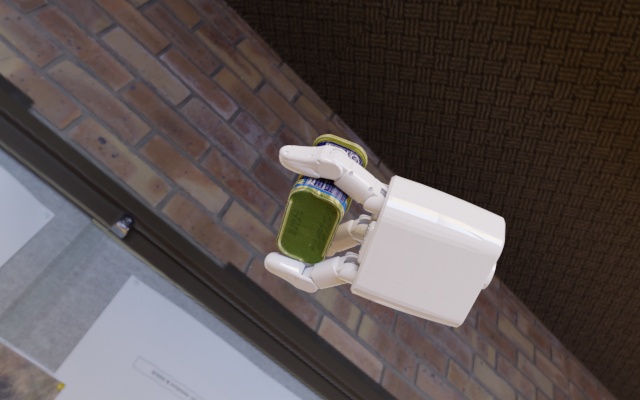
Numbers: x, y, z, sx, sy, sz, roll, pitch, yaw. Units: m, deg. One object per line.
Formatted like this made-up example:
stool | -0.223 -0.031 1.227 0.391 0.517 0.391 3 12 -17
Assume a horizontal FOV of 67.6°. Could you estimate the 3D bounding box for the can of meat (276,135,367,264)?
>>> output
can of meat | 0.000 0.002 0.469 0.057 0.102 0.084 22 45 3
